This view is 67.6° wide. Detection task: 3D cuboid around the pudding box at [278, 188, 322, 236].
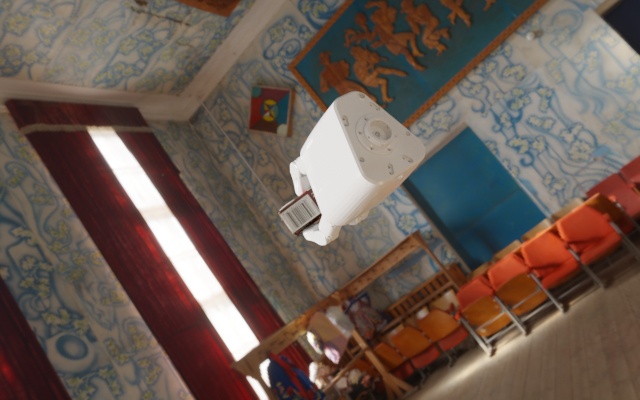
[{"bbox_3d":[0.000,0.002,0.654,0.113,0.039,0.090,-34,-6,-3],"label":"pudding box"}]
